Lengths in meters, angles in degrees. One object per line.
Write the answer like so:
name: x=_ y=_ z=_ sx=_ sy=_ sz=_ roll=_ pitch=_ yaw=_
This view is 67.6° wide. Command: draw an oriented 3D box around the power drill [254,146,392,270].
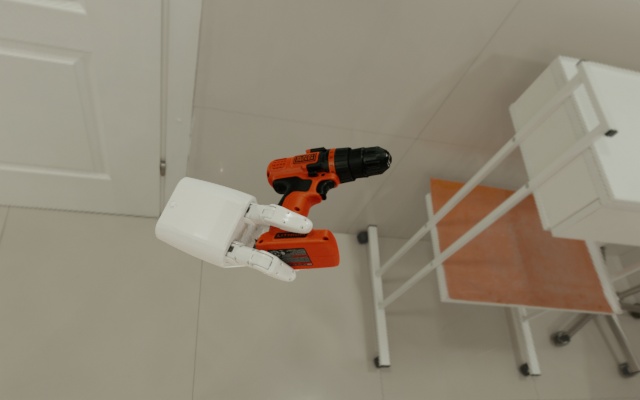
power drill: x=0.000 y=0.002 z=0.639 sx=0.184 sy=0.187 sz=0.057 roll=-8 pitch=-48 yaw=21
